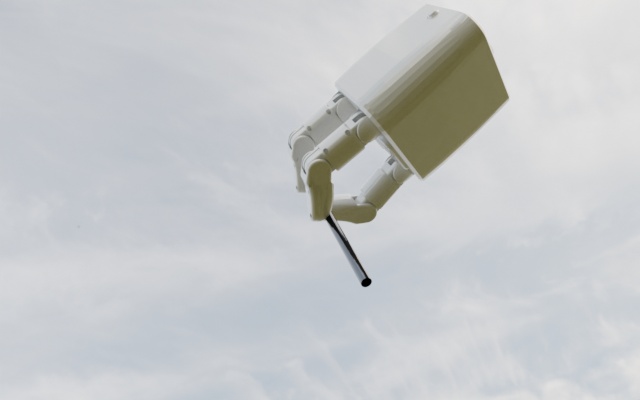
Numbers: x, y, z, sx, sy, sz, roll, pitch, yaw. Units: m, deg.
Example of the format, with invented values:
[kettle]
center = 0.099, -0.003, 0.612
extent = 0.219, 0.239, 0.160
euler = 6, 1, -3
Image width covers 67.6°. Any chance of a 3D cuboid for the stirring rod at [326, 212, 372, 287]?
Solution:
[stirring rod]
center = 0.000, 0.001, 0.429
extent = 0.011, 0.011, 0.239
euler = 0, 27, -17
